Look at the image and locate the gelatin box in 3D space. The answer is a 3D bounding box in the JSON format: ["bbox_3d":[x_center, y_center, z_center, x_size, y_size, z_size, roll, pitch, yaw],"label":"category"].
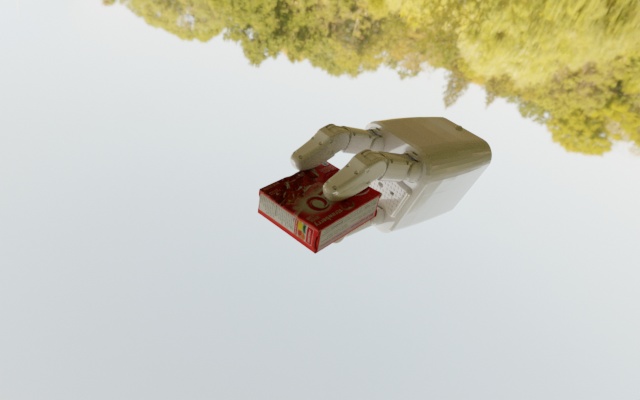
[{"bbox_3d":[0.000,0.002,0.431,0.073,0.030,0.089,33,42,30],"label":"gelatin box"}]
